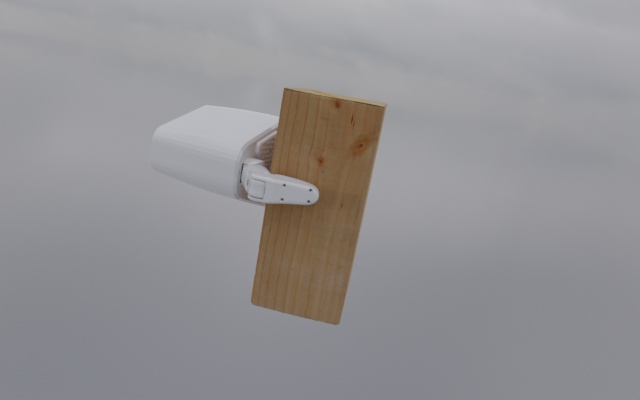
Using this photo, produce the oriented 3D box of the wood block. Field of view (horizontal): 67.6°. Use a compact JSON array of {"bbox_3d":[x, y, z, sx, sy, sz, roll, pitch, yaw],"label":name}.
[{"bbox_3d":[0.000,0.001,0.468,0.090,0.206,0.091,12,15,7],"label":"wood block"}]
